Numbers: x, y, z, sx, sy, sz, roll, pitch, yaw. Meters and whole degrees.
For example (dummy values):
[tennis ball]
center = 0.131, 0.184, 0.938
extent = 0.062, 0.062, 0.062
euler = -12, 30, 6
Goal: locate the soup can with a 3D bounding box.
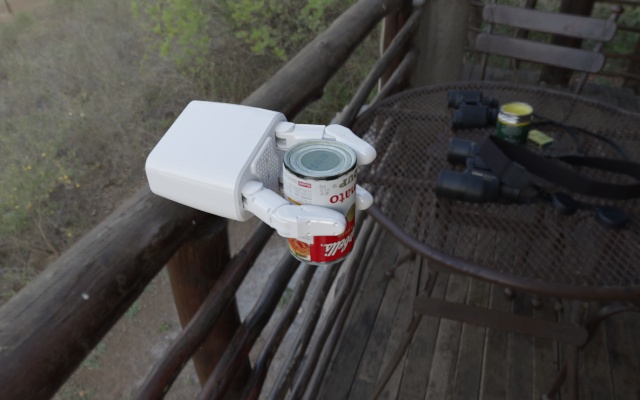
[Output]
[soup can]
center = 0.000, 0.001, 0.454
extent = 0.068, 0.102, 0.068
euler = 0, 37, 0
